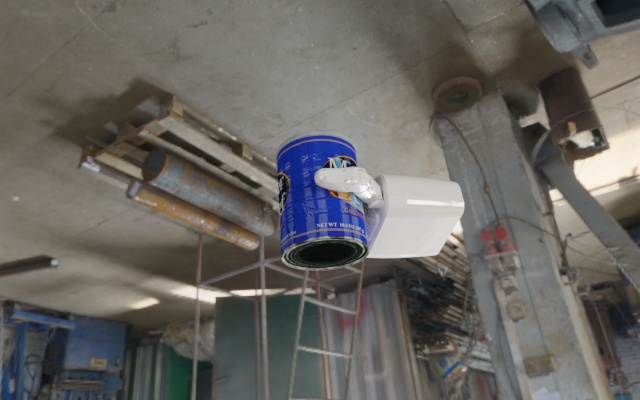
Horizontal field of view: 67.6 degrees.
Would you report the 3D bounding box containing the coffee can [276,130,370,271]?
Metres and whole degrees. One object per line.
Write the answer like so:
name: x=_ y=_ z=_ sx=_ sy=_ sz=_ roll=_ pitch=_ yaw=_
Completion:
coffee can: x=0.000 y=0.002 z=0.578 sx=0.103 sy=0.140 sz=0.103 roll=-4 pitch=-27 yaw=-2
